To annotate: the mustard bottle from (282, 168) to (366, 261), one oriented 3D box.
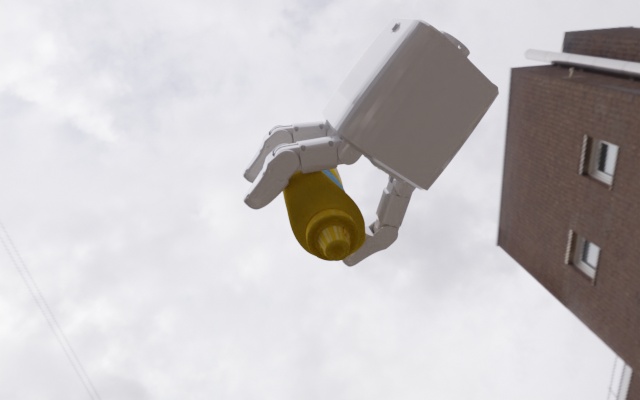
[{"bbox_3d":[0.000,0.002,0.436,0.058,0.096,0.191,-31,23,4],"label":"mustard bottle"}]
